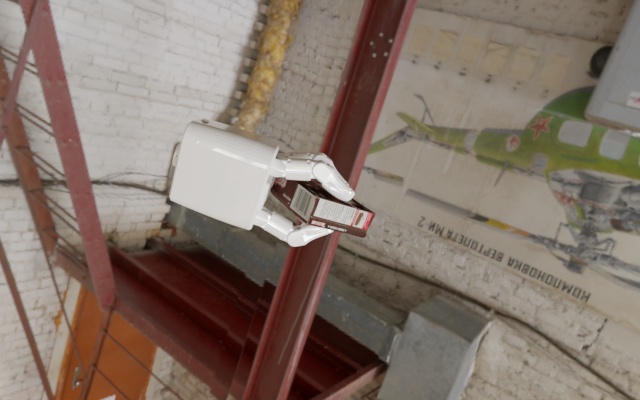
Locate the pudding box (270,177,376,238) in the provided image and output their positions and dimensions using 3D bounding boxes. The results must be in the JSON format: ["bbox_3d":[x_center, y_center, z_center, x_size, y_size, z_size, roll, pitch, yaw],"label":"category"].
[{"bbox_3d":[0.000,0.002,0.595,0.090,0.039,0.113,15,14,-33],"label":"pudding box"}]
